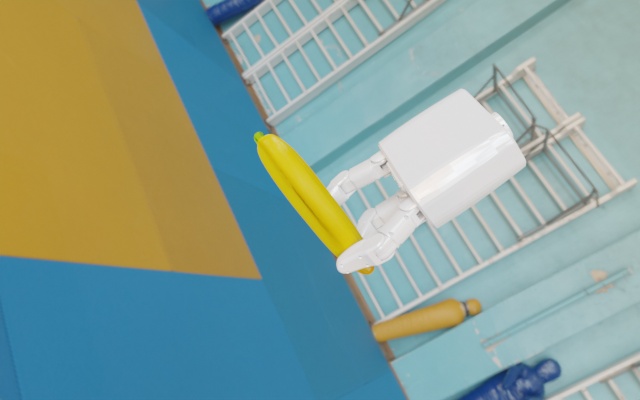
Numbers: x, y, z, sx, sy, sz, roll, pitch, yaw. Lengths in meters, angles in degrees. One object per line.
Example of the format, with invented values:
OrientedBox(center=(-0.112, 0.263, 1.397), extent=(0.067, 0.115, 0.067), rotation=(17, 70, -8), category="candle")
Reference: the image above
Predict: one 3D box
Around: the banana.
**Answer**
OrientedBox(center=(-0.004, 0.001, 0.492), extent=(0.037, 0.198, 0.069), rotation=(-38, 1, 10), category="banana")
